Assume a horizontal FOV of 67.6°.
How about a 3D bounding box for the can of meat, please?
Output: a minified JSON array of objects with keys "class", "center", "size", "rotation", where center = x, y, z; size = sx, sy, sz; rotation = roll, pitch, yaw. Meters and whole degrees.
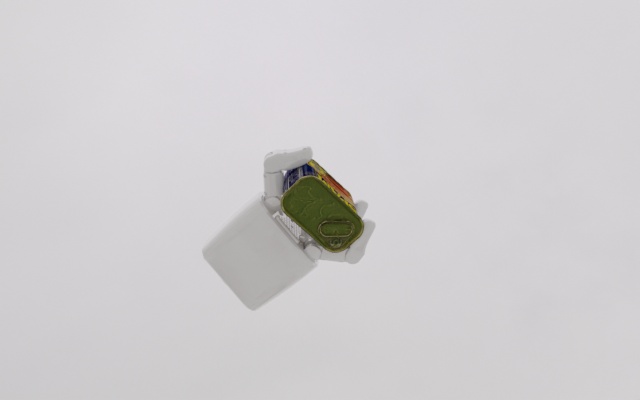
[{"class":"can of meat","center":[0.000,0.002,0.580],"size":[0.102,0.057,0.084],"rotation":[43,14,-19]}]
